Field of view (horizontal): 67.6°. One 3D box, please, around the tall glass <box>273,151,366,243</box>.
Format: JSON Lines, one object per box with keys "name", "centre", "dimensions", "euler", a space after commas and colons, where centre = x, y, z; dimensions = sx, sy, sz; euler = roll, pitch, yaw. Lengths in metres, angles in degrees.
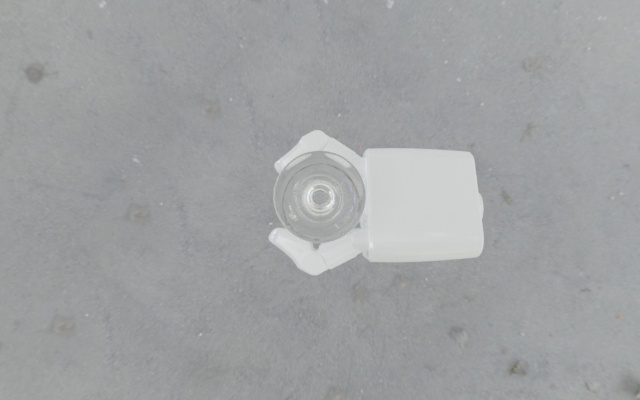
{"name": "tall glass", "centre": [0.000, 0.001, 0.479], "dimensions": [0.079, 0.079, 0.201], "euler": [0, -3, 0]}
